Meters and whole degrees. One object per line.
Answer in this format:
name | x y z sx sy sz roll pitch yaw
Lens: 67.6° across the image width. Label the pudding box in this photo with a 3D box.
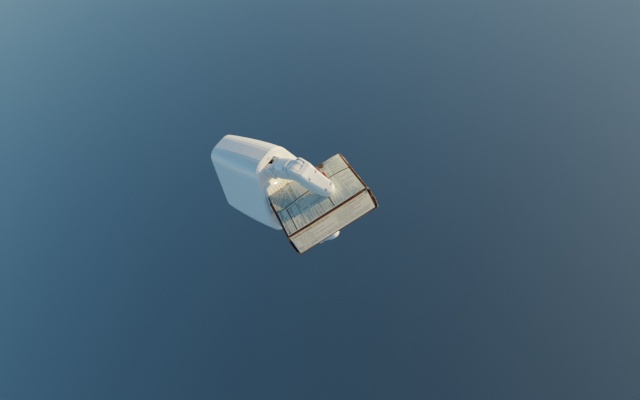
pudding box | 0.000 0.002 0.585 0.113 0.039 0.090 -33 41 1
